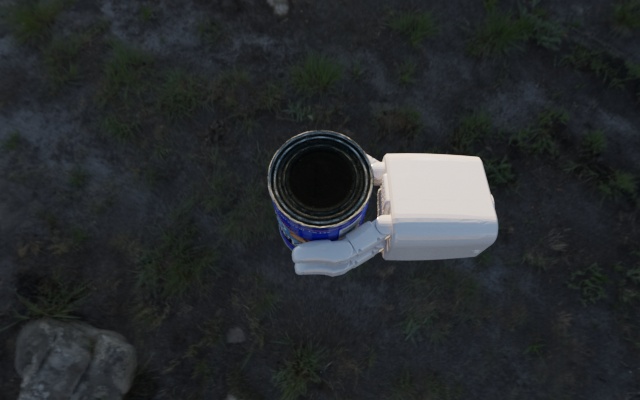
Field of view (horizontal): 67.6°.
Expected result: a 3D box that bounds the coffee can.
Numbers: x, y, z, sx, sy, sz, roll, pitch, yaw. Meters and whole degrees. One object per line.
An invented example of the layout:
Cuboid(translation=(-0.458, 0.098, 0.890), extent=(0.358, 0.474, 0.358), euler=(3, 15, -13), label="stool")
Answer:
Cuboid(translation=(0.000, 0.002, 0.521), extent=(0.103, 0.102, 0.140), euler=(0, -20, 0), label="coffee can")
